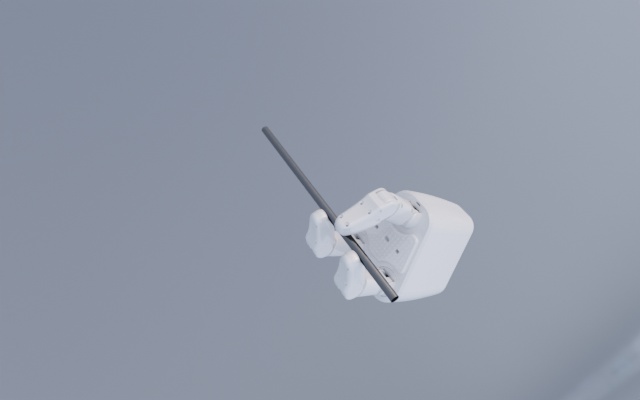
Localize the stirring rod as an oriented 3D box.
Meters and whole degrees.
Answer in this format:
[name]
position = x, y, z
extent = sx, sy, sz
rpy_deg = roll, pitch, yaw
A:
[stirring rod]
position = 0.000, 0.001, 0.458
extent = 0.011, 0.011, 0.239
rpy_deg = 0, 41, -43
